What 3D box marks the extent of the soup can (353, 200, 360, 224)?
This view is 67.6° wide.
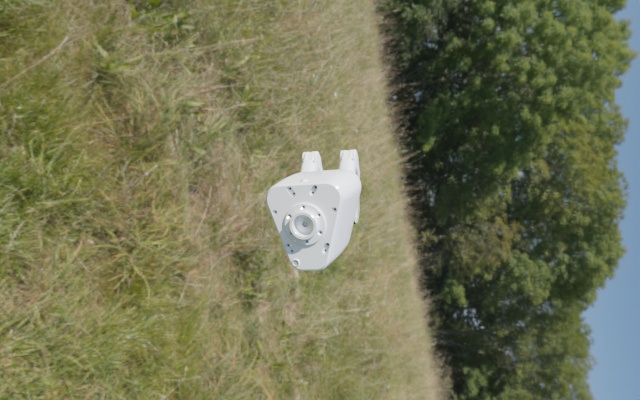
[{"bbox_3d":[0.001,0.002,0.683,0.102,0.068,0.068,-3,-1,15],"label":"soup can"}]
